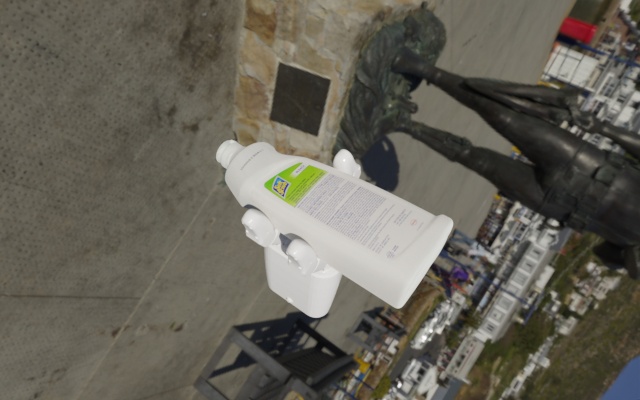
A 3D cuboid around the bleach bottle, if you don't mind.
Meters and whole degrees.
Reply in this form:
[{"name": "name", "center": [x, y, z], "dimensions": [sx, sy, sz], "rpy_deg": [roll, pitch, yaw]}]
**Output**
[{"name": "bleach bottle", "center": [0.000, 0.002, 0.494], "dimensions": [0.251, 0.068, 0.102], "rpy_deg": [31, 54, 19]}]
